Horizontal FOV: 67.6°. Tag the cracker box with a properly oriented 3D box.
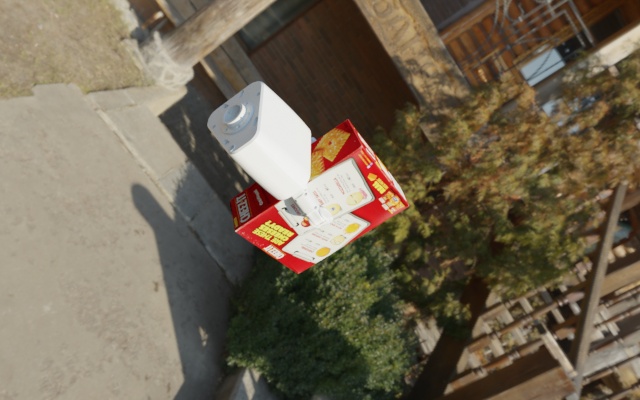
[{"bbox_3d":[0.000,0.002,0.712,0.214,0.072,0.164,-33,-43,14],"label":"cracker box"}]
